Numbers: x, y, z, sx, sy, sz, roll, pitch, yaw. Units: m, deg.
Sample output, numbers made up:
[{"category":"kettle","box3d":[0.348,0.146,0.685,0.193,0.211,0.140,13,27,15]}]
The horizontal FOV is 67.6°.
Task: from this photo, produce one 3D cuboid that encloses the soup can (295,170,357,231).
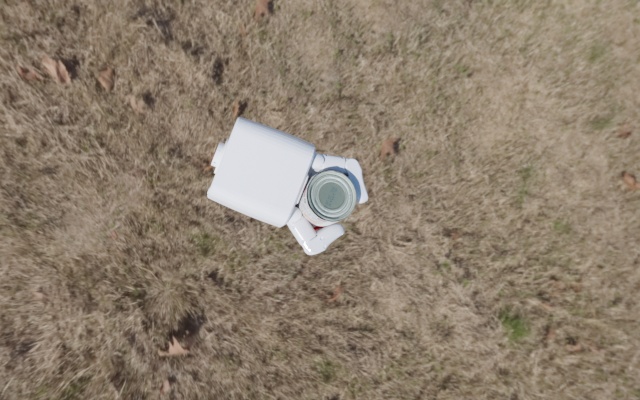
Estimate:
[{"category":"soup can","box3d":[0.001,0.002,0.642,0.068,0.068,0.102,0,-10,-18]}]
